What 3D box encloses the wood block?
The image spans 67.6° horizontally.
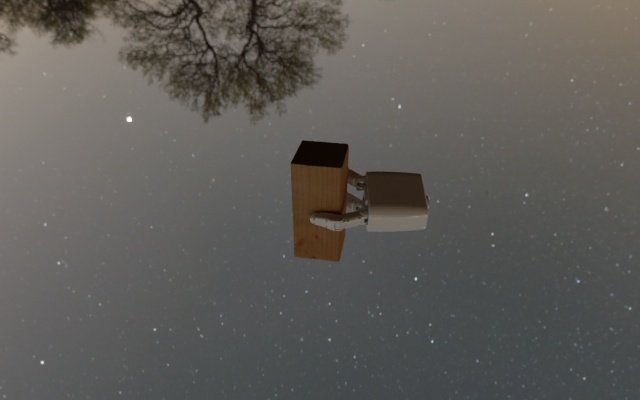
[{"bbox_3d":[0.000,0.003,0.887,0.090,0.206,0.090,6,34,9],"label":"wood block"}]
